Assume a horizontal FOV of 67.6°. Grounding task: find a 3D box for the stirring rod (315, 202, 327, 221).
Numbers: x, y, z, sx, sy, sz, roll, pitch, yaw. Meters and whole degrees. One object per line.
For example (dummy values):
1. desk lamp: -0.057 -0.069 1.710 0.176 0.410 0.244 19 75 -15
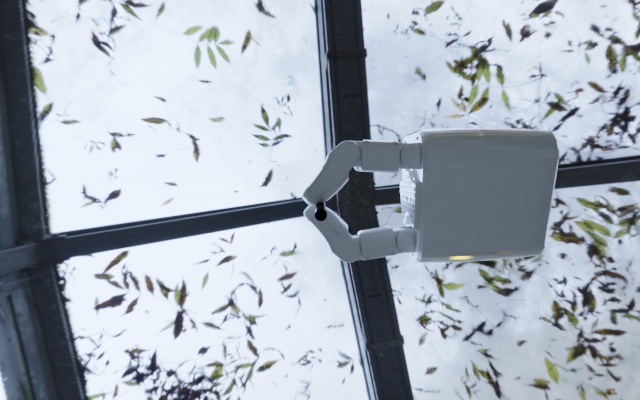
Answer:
1. stirring rod: 0.000 0.001 0.428 0.011 0.011 0.239 0 4 0
